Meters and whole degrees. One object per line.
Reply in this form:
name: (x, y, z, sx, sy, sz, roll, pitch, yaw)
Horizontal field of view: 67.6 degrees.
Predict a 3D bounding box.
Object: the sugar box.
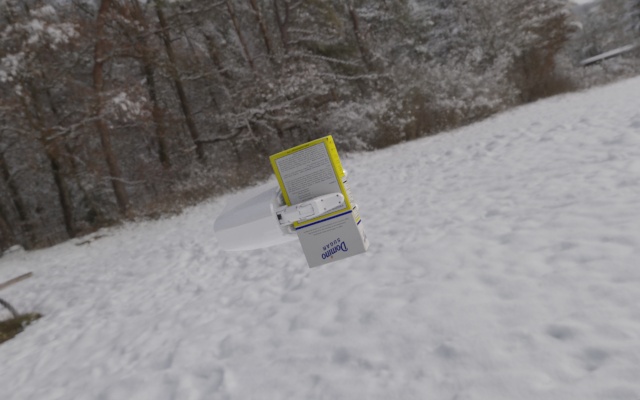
sugar box: (0.000, 0.002, 0.703, 0.093, 0.176, 0.048, -18, 7, 16)
